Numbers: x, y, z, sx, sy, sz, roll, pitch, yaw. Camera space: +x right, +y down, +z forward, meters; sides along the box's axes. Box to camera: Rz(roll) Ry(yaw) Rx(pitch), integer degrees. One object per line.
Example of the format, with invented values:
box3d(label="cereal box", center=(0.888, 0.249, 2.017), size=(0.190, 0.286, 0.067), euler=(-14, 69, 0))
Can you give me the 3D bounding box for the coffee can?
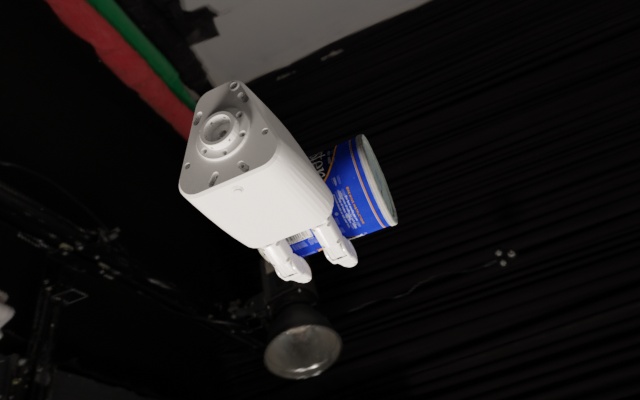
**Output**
box3d(label="coffee can", center=(0.000, 0.002, 0.521), size=(0.140, 0.103, 0.103), euler=(-22, -5, 13))
